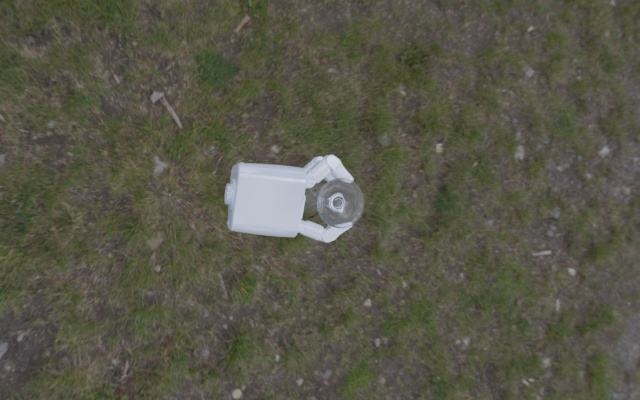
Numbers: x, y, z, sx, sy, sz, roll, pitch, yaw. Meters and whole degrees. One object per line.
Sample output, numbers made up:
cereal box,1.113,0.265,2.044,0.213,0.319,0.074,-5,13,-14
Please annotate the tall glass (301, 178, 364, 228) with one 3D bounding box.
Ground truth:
tall glass,0.000,0.003,0.798,0.079,0.079,0.201,0,1,-17
